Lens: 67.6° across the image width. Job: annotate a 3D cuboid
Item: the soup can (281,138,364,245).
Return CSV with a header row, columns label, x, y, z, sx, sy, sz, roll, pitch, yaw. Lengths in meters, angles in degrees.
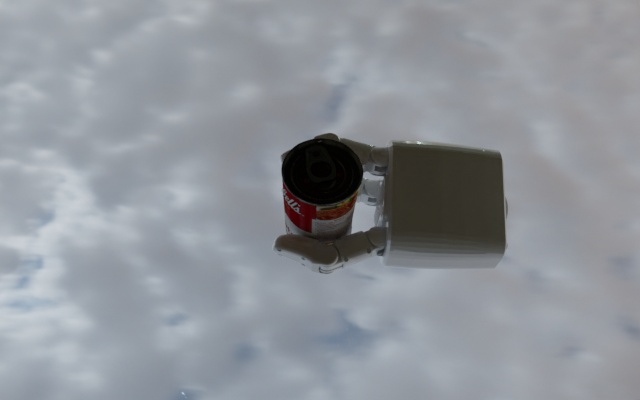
label,x,y,z,sx,sy,sz,roll,pitch,yaw
soup can,0.000,0.002,0.436,0.068,0.068,0.102,0,-32,-2
